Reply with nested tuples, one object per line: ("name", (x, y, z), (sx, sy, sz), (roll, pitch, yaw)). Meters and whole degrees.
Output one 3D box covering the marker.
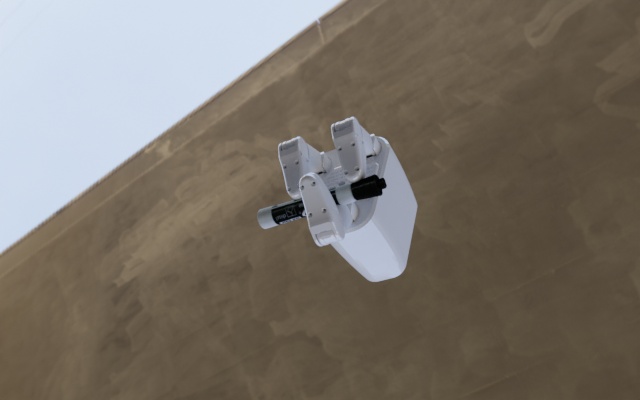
("marker", (0.000, 0.001, 0.421), (0.121, 0.020, 0.020), (-17, -6, 21))
